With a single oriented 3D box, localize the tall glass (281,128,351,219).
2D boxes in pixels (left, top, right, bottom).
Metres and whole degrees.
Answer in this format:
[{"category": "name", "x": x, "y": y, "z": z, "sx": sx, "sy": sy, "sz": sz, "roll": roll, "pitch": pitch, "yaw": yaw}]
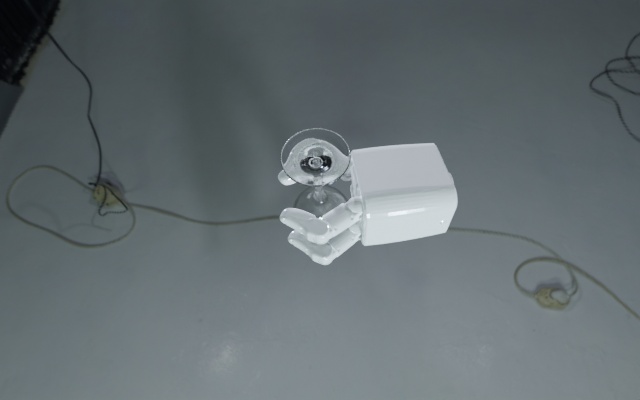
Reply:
[{"category": "tall glass", "x": 0.000, "y": 0.002, "z": 0.587, "sx": 0.079, "sy": 0.079, "sz": 0.201, "roll": 0, "pitch": -29, "yaw": 3}]
